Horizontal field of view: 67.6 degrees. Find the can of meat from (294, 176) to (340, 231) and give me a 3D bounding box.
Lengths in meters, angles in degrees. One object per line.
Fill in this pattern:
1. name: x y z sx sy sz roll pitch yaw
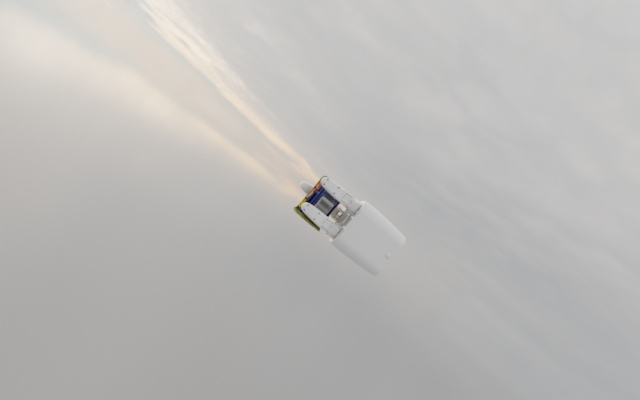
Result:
1. can of meat: 0.000 0.003 0.867 0.057 0.084 0.102 40 0 -5
